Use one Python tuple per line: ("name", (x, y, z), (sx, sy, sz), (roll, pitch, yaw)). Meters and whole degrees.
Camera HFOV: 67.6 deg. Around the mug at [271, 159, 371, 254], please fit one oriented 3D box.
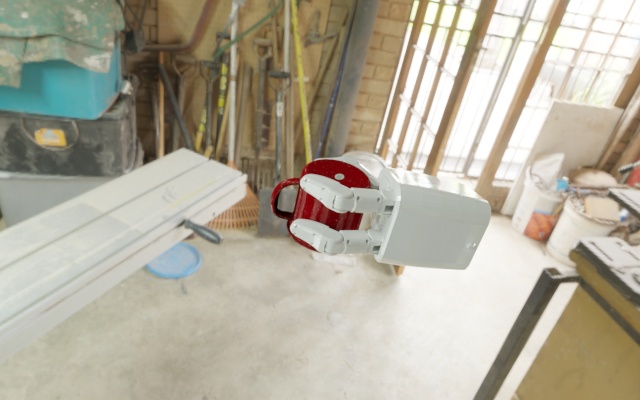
("mug", (-0.001, 0.001, 0.566), (0.117, 0.081, 0.093), (8, 32, -8))
